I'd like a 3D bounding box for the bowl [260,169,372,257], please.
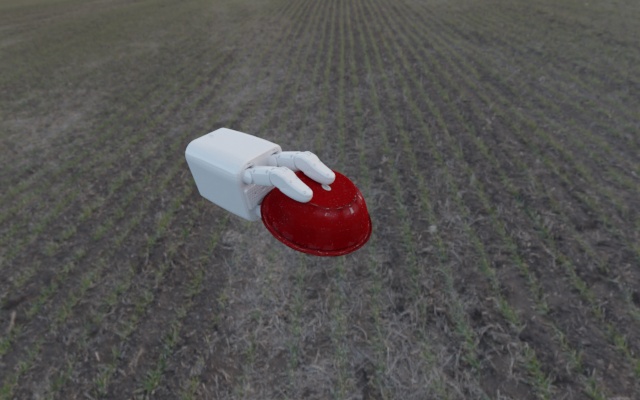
[{"bbox_3d":[0.001,0.002,0.661,0.162,0.055,0.162,9,37,-7],"label":"bowl"}]
